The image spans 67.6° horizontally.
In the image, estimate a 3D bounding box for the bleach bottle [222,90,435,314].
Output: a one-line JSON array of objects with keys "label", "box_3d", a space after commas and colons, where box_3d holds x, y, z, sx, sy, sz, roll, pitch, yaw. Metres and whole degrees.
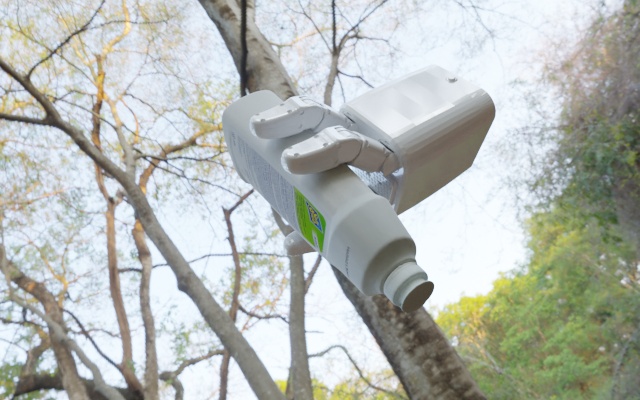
[{"label": "bleach bottle", "box_3d": [0.000, 0.001, 0.402, 0.068, 0.103, 0.250, -29, 48, -16]}]
